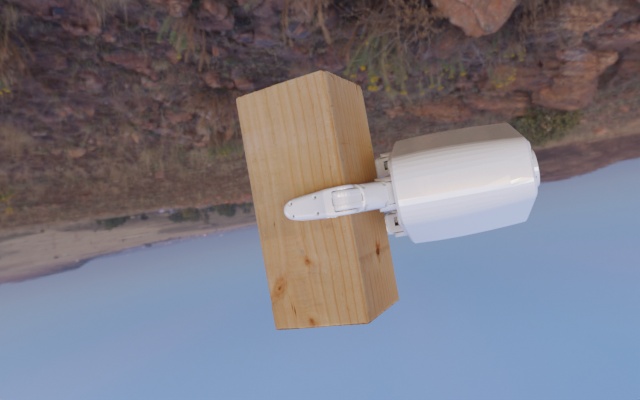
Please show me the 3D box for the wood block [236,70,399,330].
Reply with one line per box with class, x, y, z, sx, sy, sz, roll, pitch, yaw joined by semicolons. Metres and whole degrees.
wood block;0.000;0.002;0.435;0.090;0.206;0.091;-11;-2;26
